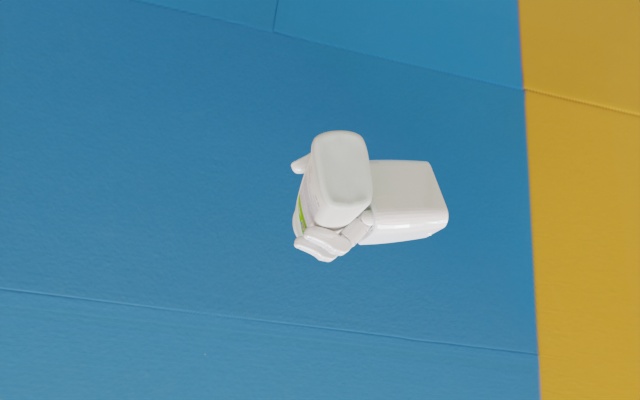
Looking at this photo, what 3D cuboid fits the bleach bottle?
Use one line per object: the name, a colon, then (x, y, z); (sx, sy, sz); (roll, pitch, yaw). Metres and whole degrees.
bleach bottle: (0.000, 0.002, 0.662); (0.068, 0.102, 0.251); (-4, -16, -15)
